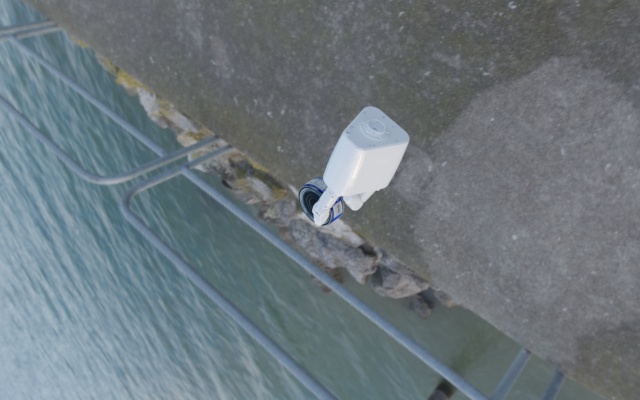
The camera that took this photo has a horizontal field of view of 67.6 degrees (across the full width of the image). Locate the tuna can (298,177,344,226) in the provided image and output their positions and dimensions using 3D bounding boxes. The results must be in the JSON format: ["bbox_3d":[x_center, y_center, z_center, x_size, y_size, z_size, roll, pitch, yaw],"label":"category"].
[{"bbox_3d":[0.000,0.003,0.861,0.033,0.086,0.086,-35,21,-34],"label":"tuna can"}]
